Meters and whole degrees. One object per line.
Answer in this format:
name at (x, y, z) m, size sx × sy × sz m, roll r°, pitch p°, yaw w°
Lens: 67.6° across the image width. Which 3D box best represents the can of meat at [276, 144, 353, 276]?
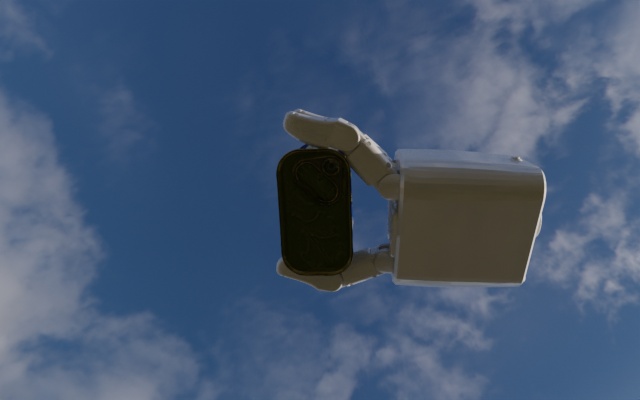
can of meat at (0.000, 0.001, 0.409) m, size 0.057 × 0.102 × 0.084 m, roll -1°, pitch 13°, yaw 6°
